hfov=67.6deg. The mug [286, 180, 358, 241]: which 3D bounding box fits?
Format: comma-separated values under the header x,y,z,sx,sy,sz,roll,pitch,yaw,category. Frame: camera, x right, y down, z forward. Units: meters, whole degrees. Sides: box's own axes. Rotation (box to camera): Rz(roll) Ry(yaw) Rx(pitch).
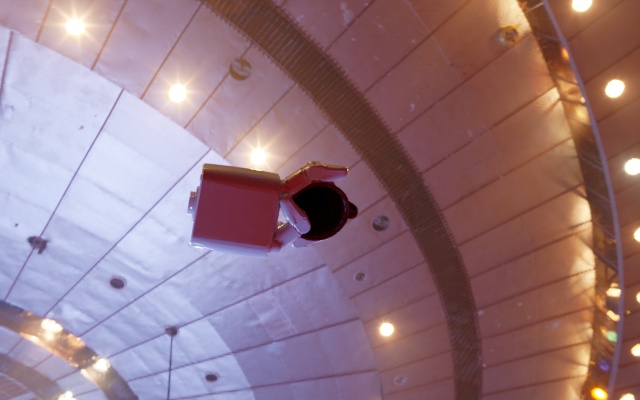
x,y,z,sx,sy,sz,roll,pitch,yaw,category
0.001,0.002,0.715,0.117,0.093,0.081,9,22,-17,mug
